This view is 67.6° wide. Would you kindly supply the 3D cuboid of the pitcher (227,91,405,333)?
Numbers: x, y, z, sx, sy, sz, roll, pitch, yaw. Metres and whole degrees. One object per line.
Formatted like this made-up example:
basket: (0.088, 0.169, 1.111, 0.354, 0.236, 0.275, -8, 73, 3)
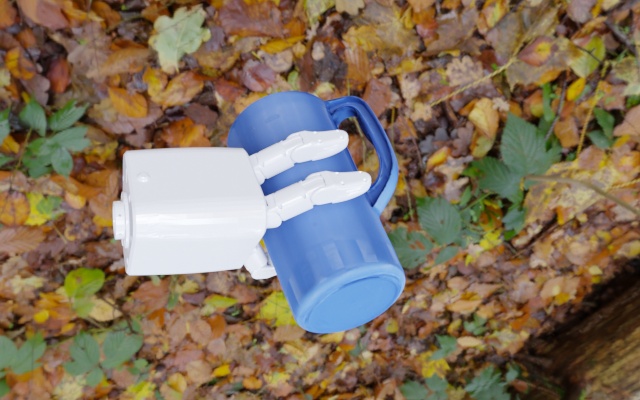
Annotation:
pitcher: (0.000, 0.002, 0.497, 0.145, 0.242, 0.149, -2, -43, -26)
